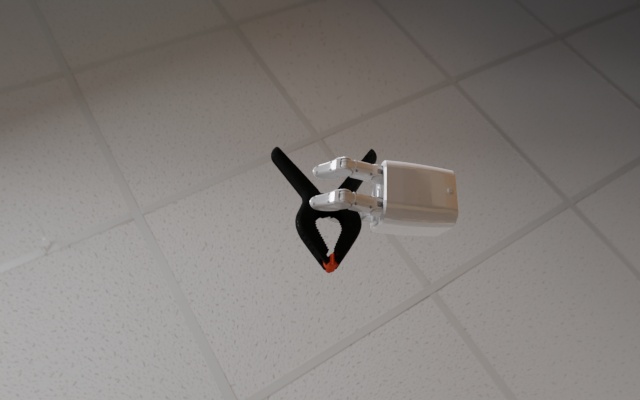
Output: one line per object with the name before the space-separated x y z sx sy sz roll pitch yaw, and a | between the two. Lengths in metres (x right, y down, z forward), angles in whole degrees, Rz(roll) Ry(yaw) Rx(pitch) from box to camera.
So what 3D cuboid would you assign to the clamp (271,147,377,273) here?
clamp | 0.000 0.003 0.700 0.164 0.209 0.036 6 -32 -2
